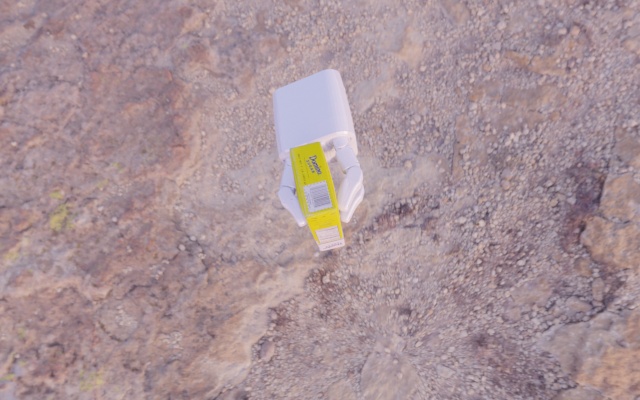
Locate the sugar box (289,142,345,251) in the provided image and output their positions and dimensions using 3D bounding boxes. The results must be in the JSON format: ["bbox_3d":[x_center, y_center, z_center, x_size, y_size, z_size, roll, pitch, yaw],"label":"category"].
[{"bbox_3d":[0.001,0.002,0.643,0.048,0.093,0.176,-14,-19,4],"label":"sugar box"}]
